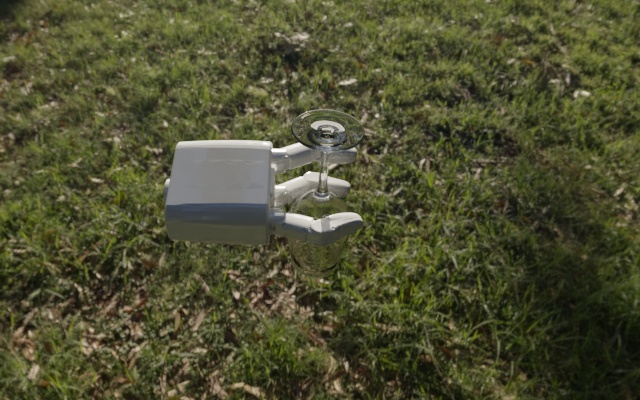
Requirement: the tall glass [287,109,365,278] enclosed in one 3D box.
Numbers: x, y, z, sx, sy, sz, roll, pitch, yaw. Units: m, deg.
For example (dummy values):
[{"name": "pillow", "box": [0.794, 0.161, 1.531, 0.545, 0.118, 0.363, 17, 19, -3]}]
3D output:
[{"name": "tall glass", "box": [0.000, 0.001, 0.545, 0.079, 0.201, 0.079, 3, 42, -3]}]
